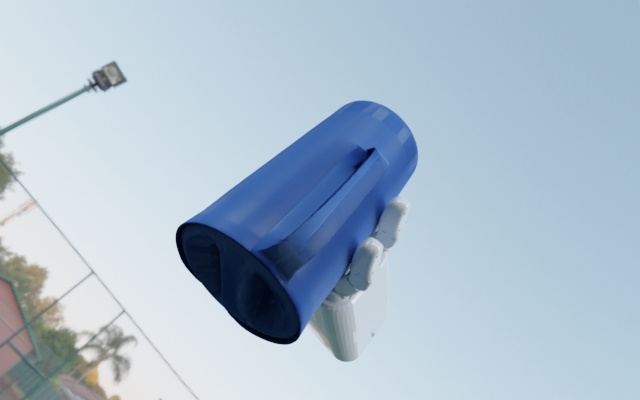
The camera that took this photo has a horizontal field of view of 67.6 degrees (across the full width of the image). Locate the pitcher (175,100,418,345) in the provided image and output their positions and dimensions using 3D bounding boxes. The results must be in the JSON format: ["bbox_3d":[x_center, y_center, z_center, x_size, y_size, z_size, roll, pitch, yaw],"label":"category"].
[{"bbox_3d":[0.000,0.002,0.448,0.149,0.145,0.242,19,48,30],"label":"pitcher"}]
